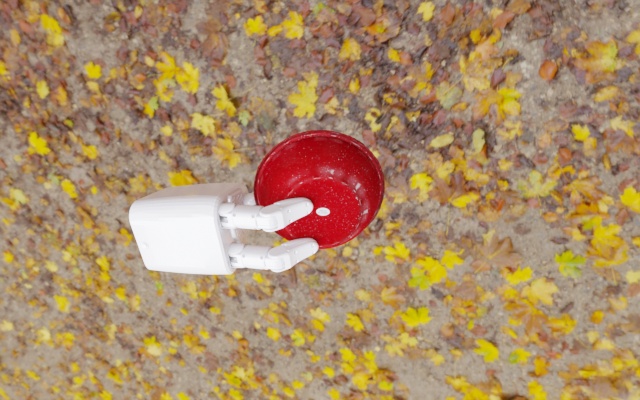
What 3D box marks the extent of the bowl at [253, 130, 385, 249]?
[{"bbox_3d":[0.001,0.002,0.563,0.162,0.162,0.055,0,29,-4],"label":"bowl"}]
